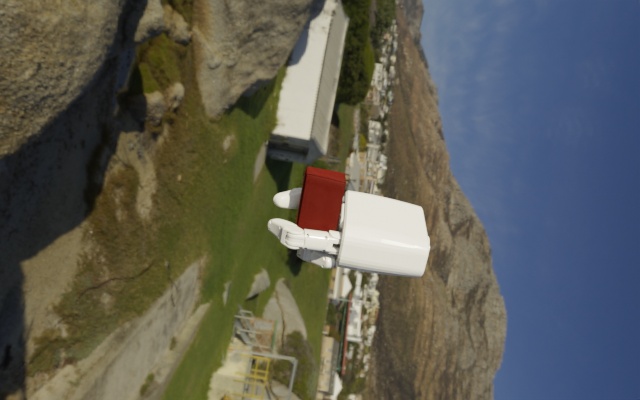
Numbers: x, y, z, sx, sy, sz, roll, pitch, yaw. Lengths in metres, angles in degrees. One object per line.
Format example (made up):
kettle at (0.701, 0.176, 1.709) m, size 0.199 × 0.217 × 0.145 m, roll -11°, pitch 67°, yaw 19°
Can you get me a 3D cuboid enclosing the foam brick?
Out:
foam brick at (0.000, 0.002, 0.599) m, size 0.051 × 0.078 × 0.053 m, roll 10°, pitch 16°, yaw 0°
